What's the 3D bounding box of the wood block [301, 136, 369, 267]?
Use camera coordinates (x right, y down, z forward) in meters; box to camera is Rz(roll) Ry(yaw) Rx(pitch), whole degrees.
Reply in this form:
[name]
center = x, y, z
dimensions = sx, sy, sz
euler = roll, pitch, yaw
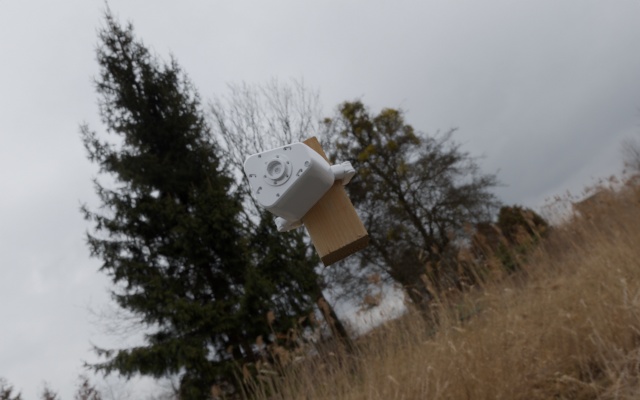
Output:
[wood block]
center = 0.000, 0.002, 0.858
dimensions = 0.091, 0.206, 0.090
euler = -26, -19, -3
